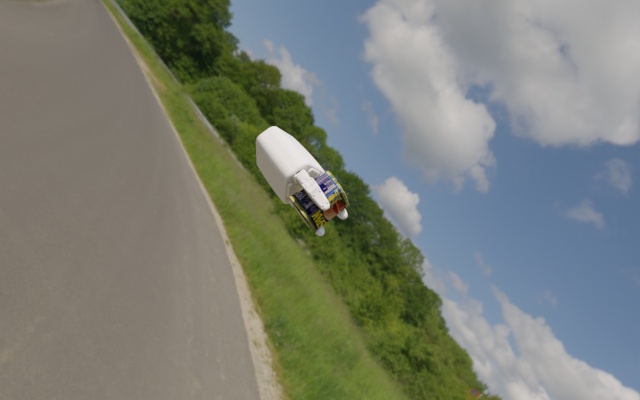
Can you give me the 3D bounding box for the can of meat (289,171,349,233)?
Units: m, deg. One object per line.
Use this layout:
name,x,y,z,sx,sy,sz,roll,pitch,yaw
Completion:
can of meat,0.000,0.003,0.866,0.084,0.057,0.102,-37,-24,-5
